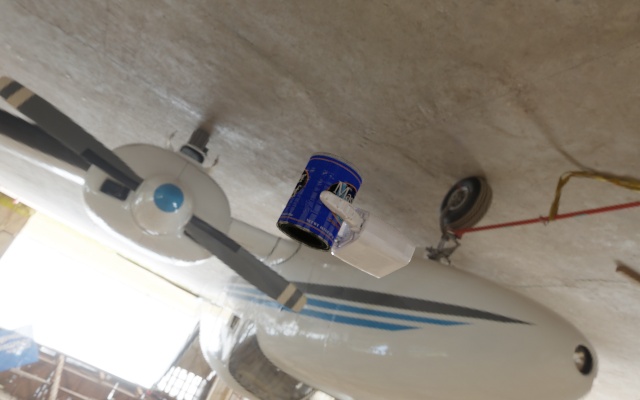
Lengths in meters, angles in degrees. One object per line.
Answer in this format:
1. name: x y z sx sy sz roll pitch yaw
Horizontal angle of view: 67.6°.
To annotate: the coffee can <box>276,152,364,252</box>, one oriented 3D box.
1. coffee can: 0.000 0.002 0.819 0.103 0.140 0.103 23 -18 8
